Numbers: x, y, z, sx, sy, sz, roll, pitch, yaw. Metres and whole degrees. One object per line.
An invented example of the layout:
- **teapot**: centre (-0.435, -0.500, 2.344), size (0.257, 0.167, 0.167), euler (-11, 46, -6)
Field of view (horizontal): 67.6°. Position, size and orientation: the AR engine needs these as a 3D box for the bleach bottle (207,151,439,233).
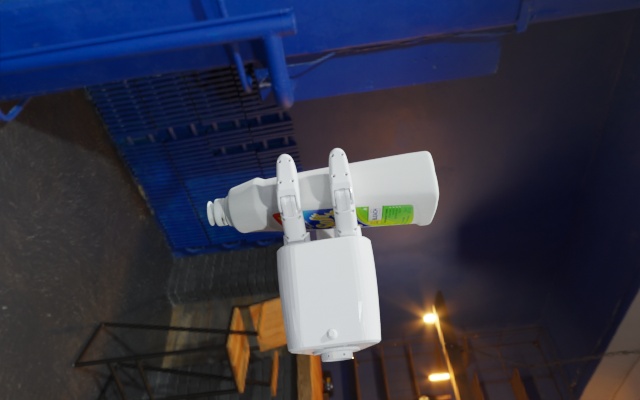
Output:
- **bleach bottle**: centre (0.000, 0.002, 0.545), size (0.251, 0.068, 0.103), euler (-8, -22, 3)
